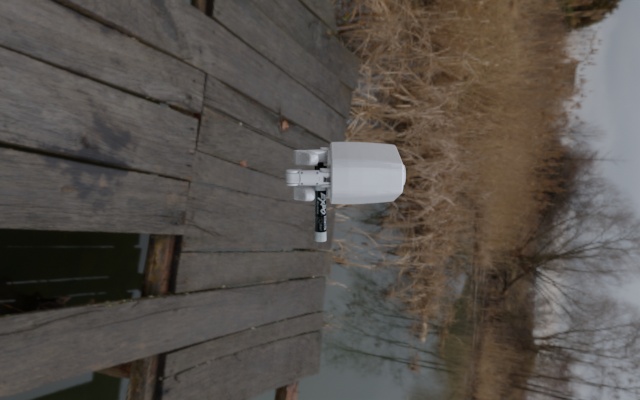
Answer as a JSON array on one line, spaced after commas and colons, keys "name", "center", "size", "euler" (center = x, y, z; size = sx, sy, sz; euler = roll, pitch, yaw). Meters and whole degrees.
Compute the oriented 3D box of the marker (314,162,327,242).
[{"name": "marker", "center": [0.000, 0.002, 0.726], "size": [0.020, 0.121, 0.020], "euler": [0, 9, 0]}]
